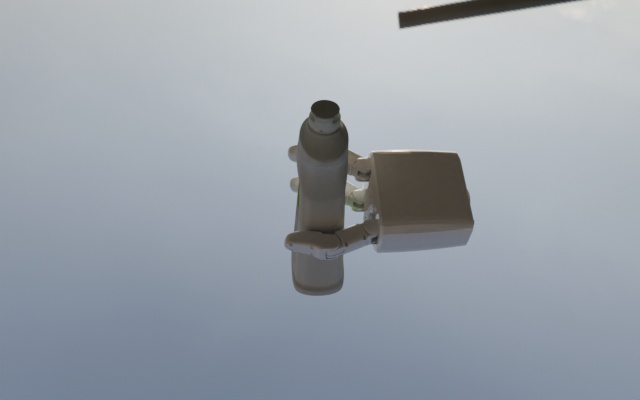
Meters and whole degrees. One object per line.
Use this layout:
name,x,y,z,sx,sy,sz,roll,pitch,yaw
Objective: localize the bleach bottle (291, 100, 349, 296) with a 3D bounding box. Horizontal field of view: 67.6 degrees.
bleach bottle,0.000,0.002,0.541,0.068,0.102,0.251,-1,-41,-4
